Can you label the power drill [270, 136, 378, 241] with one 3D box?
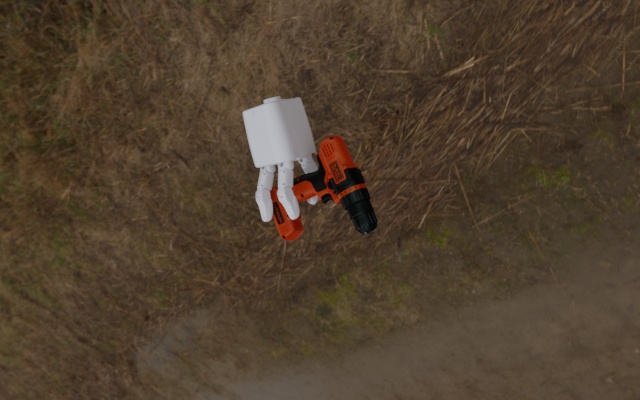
[{"bbox_3d":[0.000,0.003,0.859,0.188,0.184,0.057,-30,-16,29],"label":"power drill"}]
